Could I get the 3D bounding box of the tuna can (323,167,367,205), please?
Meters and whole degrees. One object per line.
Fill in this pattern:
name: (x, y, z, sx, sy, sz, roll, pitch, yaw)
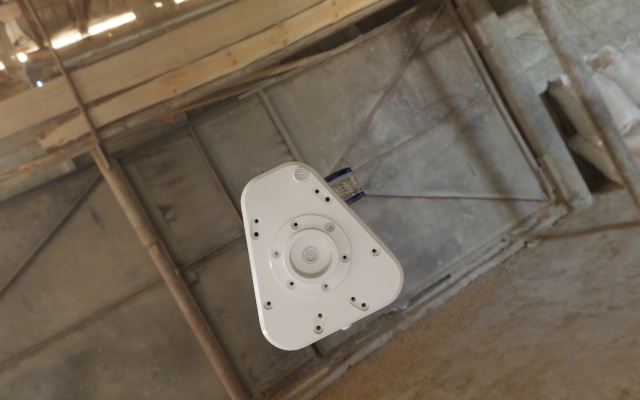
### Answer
tuna can: (0.000, 0.001, 0.470, 0.086, 0.034, 0.086, -29, -2, -1)
